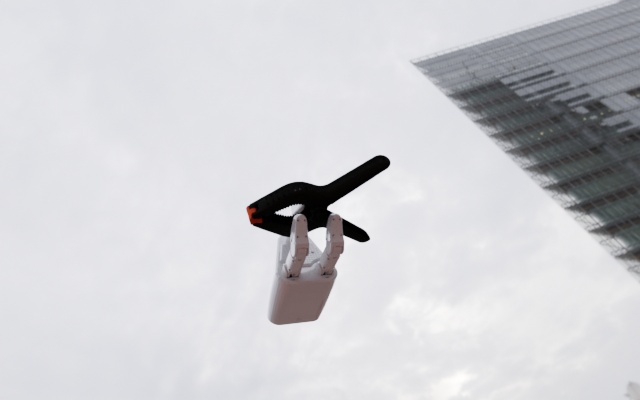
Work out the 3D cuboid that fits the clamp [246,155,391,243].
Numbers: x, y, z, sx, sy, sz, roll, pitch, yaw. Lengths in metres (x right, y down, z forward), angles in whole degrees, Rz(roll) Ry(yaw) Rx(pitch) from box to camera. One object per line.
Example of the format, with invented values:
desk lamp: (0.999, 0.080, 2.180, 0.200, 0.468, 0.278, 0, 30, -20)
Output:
clamp: (-0.001, 0.002, 0.694, 0.210, 0.165, 0.036, -1, 39, -23)
